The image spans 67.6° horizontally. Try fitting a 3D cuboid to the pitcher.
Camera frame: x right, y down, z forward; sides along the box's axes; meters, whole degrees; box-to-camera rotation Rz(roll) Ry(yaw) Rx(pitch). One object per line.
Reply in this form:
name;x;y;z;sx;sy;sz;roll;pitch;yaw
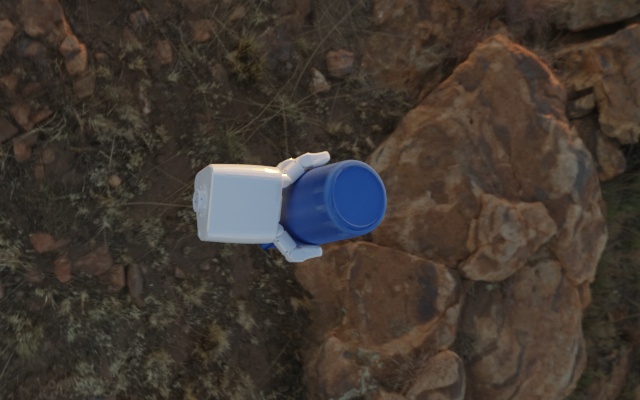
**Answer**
pitcher;0.000;0.003;0.770;0.145;0.149;0.243;3;-9;-30
